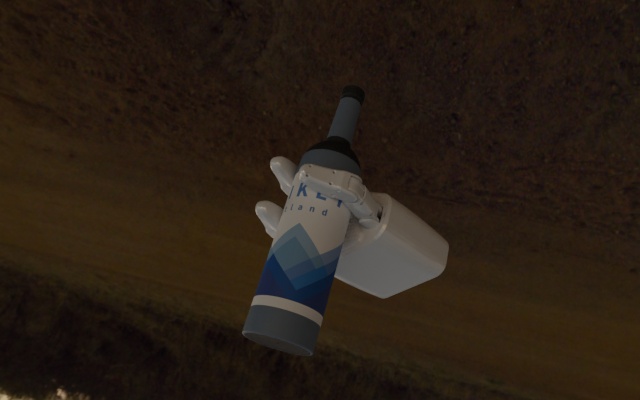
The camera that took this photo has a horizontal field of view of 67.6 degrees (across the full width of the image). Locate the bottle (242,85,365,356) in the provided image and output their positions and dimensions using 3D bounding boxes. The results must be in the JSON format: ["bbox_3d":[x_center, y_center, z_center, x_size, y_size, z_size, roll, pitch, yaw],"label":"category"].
[{"bbox_3d":[0.000,0.002,0.489,0.069,0.295,0.069,14,-26,7],"label":"bottle"}]
